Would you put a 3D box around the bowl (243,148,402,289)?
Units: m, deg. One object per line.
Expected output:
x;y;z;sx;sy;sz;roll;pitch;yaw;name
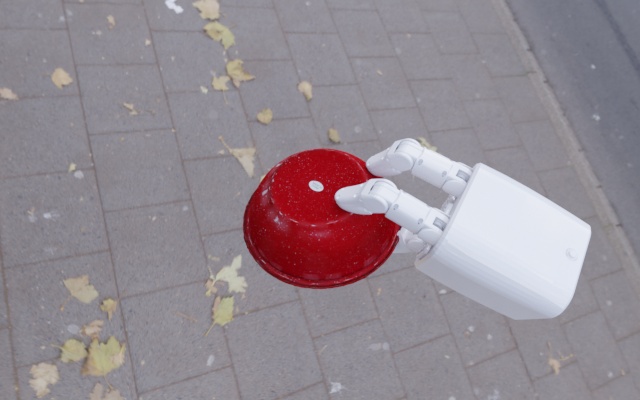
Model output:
-0.001;0.001;0.463;0.162;0.162;0.055;0;-37;5;bowl
